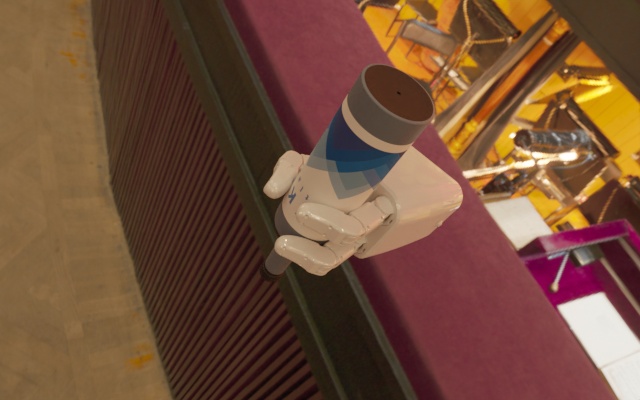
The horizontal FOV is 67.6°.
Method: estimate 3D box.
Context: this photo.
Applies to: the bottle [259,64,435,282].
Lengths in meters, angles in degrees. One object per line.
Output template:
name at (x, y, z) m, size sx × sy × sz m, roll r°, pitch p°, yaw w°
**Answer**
bottle at (0.000, 0.001, 0.473) m, size 0.069 × 0.069 × 0.296 m, roll 0°, pitch -35°, yaw -31°
